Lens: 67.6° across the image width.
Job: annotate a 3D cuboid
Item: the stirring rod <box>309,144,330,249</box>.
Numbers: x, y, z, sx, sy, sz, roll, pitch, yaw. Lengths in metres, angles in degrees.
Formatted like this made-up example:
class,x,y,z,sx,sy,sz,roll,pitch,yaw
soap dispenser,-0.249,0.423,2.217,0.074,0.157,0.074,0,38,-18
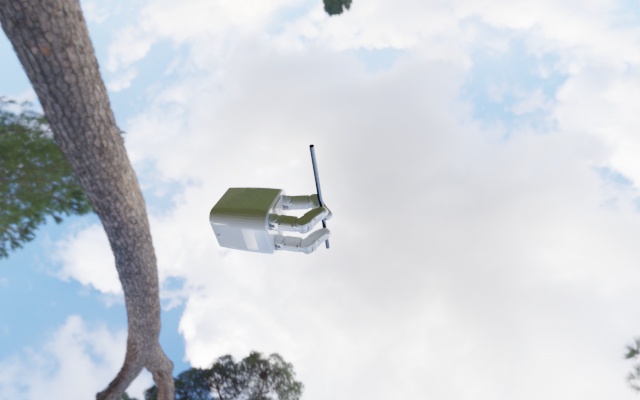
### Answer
class,x,y,z,sx,sy,sz,roll,pitch,yaw
stirring rod,0.000,0.002,0.792,0.011,0.011,0.240,0,-44,9
